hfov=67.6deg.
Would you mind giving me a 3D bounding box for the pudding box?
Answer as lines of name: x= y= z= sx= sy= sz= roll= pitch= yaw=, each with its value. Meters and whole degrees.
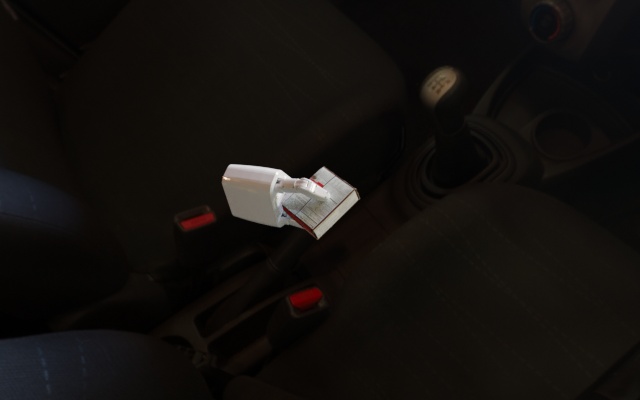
pudding box: x=0.000 y=0.003 z=0.867 sx=0.090 sy=0.113 sz=0.039 roll=38 pitch=-14 yaw=32
